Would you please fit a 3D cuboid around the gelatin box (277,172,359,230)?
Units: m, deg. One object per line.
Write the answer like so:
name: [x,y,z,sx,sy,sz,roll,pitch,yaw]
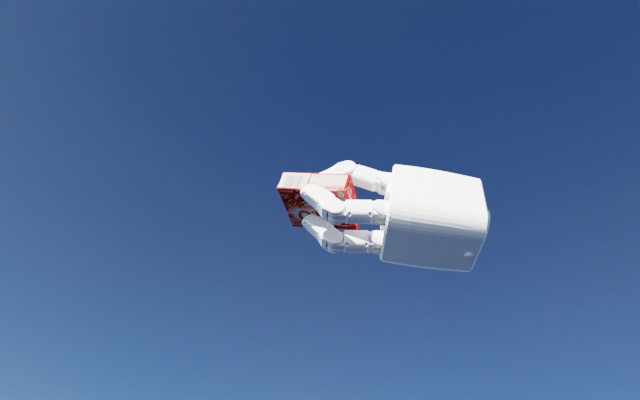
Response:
gelatin box: [0.000,0.002,0.580,0.089,0.030,0.073,3,-41,20]
